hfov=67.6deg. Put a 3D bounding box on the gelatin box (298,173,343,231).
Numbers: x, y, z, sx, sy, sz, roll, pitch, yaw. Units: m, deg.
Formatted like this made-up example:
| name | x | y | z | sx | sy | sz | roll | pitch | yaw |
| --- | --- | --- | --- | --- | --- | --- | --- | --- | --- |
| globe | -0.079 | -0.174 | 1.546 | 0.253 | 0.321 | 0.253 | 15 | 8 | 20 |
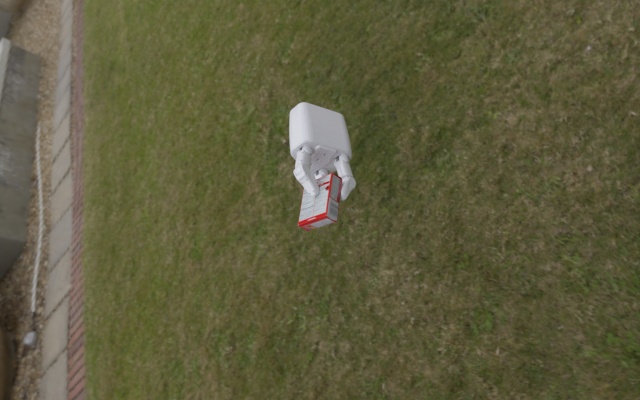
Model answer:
| name | x | y | z | sx | sy | sz | roll | pitch | yaw |
| --- | --- | --- | --- | --- | --- | --- | --- | --- | --- |
| gelatin box | 0.000 | 0.003 | 0.843 | 0.030 | 0.089 | 0.073 | 30 | -35 | -35 |
